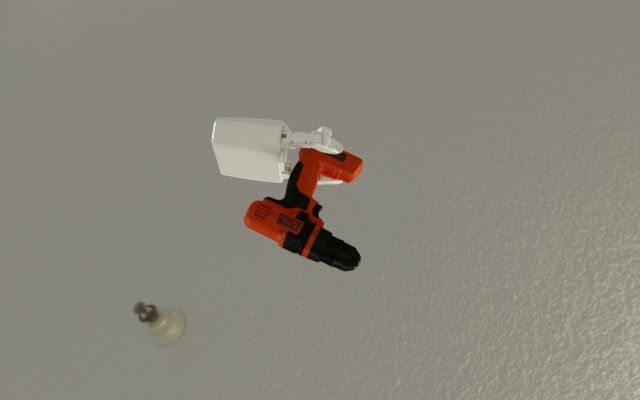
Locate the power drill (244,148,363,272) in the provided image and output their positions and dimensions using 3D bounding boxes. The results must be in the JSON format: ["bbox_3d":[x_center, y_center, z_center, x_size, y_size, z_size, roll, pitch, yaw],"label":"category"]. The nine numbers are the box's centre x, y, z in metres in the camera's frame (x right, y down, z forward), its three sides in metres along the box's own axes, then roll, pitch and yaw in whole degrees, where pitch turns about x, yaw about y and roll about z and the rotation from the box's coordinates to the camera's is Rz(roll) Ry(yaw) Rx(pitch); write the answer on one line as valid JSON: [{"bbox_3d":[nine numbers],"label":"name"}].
[{"bbox_3d":[0.000,0.002,0.739,0.184,0.187,0.057,26,-32,1],"label":"power drill"}]
